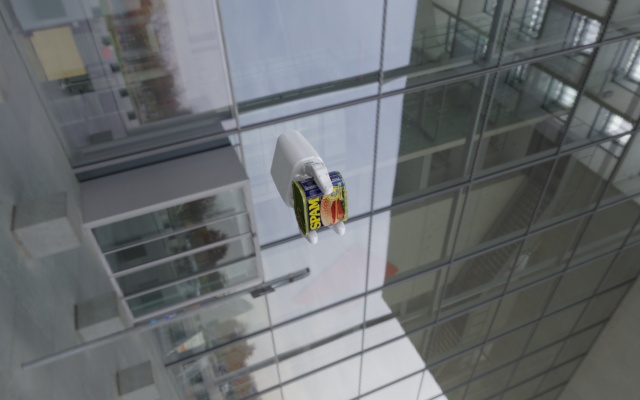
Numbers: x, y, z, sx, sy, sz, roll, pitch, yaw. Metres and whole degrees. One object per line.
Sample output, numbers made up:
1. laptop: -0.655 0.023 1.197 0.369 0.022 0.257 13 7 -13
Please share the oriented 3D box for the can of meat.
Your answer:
1. can of meat: 0.000 0.003 0.849 0.084 0.102 0.057 -17 40 -16
